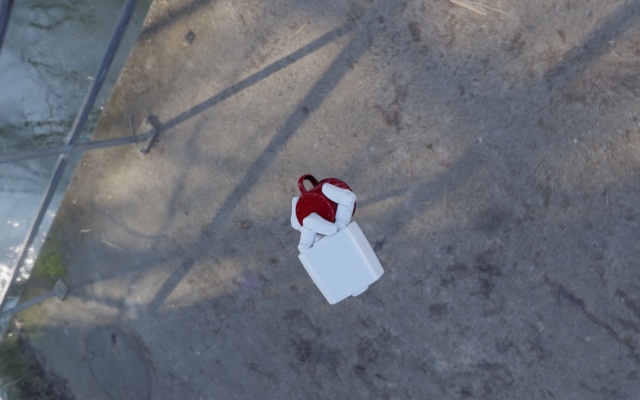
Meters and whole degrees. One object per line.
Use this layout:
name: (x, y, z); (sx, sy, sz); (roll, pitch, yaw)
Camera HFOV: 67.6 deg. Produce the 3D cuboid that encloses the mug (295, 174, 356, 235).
mug: (-0.001, 0.002, 0.871); (0.093, 0.117, 0.081); (-34, -1, 32)
